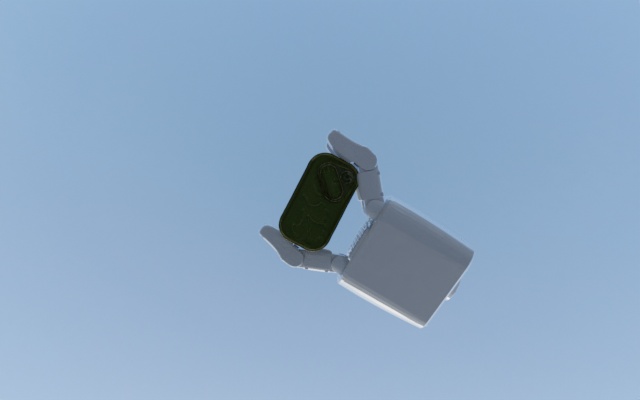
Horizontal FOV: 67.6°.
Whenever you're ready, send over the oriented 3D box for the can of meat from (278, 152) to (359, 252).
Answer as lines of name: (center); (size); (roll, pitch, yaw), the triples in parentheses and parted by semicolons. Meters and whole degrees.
can of meat: (0.000, 0.002, 0.537); (0.057, 0.102, 0.084); (27, 1, 2)
